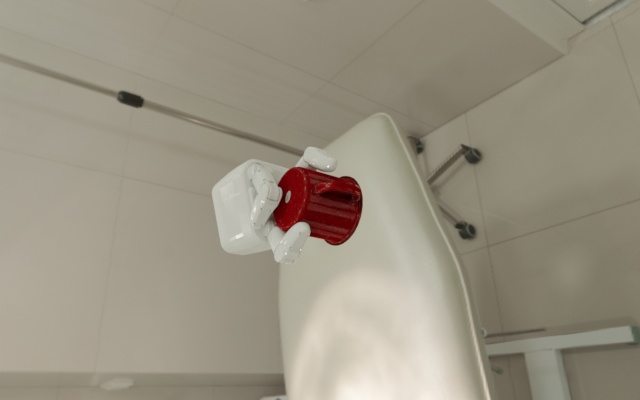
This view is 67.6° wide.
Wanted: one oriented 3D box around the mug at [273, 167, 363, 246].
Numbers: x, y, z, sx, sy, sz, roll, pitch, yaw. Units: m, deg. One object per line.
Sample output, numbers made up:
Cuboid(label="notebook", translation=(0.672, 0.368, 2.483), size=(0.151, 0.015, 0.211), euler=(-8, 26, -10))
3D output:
Cuboid(label="mug", translation=(0.001, 0.002, 0.591), size=(0.081, 0.093, 0.117), euler=(14, -23, -33))
